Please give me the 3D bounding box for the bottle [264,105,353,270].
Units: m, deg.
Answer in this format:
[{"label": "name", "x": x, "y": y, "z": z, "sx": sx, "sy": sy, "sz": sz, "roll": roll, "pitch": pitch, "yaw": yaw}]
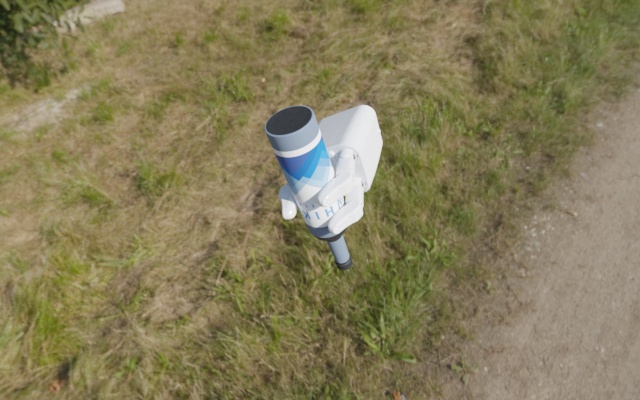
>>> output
[{"label": "bottle", "x": 0.000, "y": 0.002, "z": 0.701, "sx": 0.069, "sy": 0.296, "sz": 0.069, "roll": -12, "pitch": 42, "yaw": 11}]
